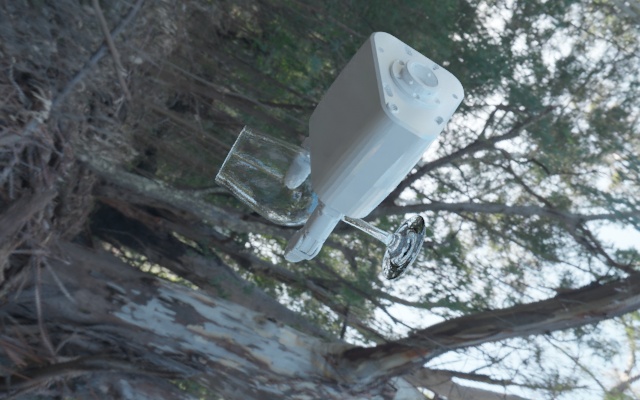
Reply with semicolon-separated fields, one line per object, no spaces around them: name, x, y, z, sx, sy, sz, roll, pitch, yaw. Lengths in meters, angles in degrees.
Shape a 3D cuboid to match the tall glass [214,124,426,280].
tall glass;0.001;0.002;0.469;0.201;0.079;0.079;28;-6;-11
